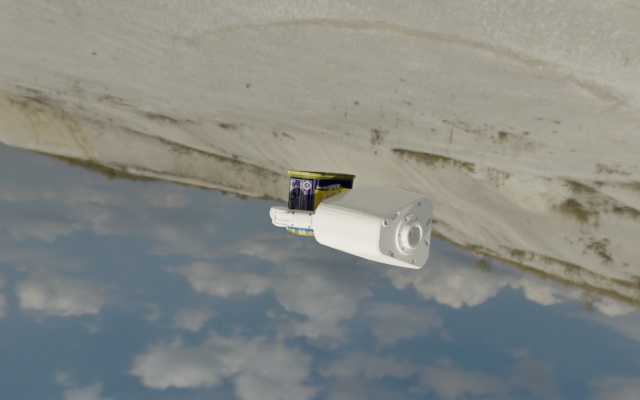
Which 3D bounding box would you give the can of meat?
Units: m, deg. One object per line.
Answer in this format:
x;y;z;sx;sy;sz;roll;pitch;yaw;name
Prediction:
0.000;0.003;0.673;0.057;0.084;0.102;9;7;43;can of meat
